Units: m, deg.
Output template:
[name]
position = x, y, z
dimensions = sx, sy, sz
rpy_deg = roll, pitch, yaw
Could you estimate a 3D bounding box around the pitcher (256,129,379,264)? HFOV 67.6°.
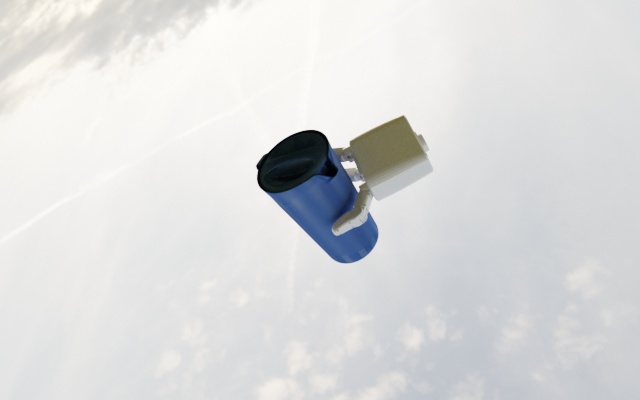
[pitcher]
position = 0.000, 0.003, 0.833
dimensions = 0.145, 0.149, 0.243
rpy_deg = -28, -49, 11
